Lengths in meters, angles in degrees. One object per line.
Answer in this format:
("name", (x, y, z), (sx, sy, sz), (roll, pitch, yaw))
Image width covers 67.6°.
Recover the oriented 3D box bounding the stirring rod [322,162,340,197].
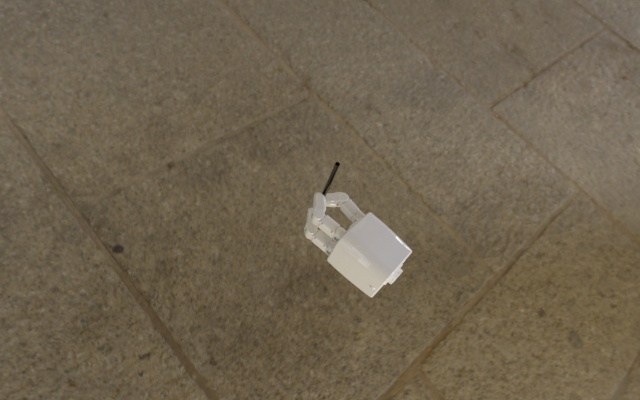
("stirring rod", (0.000, 0.003, 0.874), (0.011, 0.011, 0.240), (0, -31, -16))
